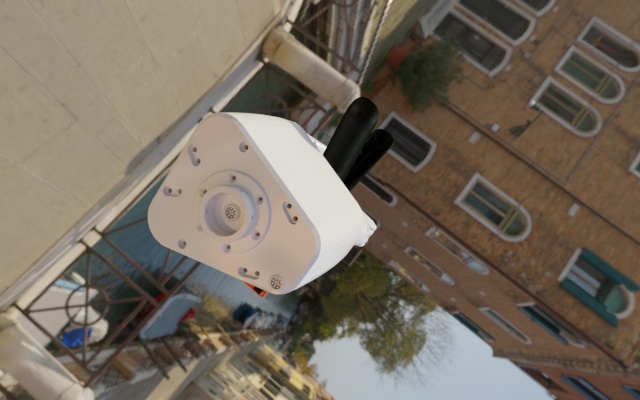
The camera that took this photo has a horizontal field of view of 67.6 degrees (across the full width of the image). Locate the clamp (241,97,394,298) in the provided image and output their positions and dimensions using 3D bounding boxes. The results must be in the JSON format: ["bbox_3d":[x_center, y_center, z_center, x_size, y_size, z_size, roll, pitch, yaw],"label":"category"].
[{"bbox_3d":[0.000,0.002,0.455,0.036,0.210,0.164,39,14,12],"label":"clamp"}]
